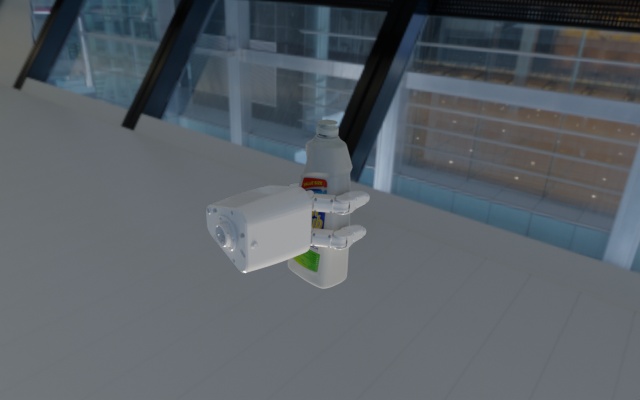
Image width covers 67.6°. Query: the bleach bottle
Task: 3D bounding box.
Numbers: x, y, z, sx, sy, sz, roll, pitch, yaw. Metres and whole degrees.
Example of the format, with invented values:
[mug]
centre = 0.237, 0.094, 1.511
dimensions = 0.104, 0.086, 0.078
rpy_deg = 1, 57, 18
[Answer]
[bleach bottle]
centre = 0.000, 0.002, 0.720
dimensions = 0.068, 0.251, 0.102
rpy_deg = -18, 31, -38
